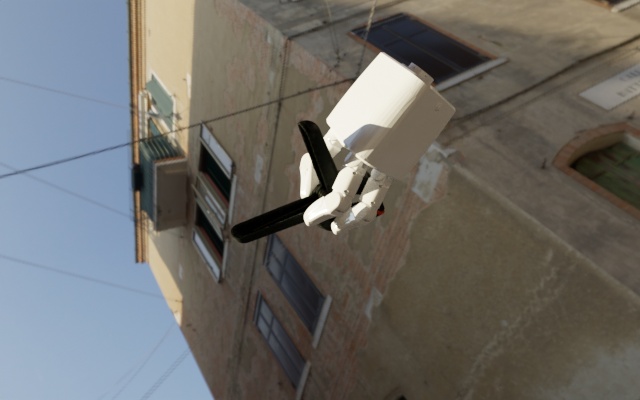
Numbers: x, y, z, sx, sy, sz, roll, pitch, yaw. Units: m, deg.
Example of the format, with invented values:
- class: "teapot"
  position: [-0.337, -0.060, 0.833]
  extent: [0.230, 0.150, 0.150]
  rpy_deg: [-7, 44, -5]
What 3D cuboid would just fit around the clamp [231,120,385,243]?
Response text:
- class: "clamp"
  position: [0.000, 0.001, 0.587]
  extent: [0.210, 0.164, 0.036]
  rpy_deg: [20, 26, -49]
